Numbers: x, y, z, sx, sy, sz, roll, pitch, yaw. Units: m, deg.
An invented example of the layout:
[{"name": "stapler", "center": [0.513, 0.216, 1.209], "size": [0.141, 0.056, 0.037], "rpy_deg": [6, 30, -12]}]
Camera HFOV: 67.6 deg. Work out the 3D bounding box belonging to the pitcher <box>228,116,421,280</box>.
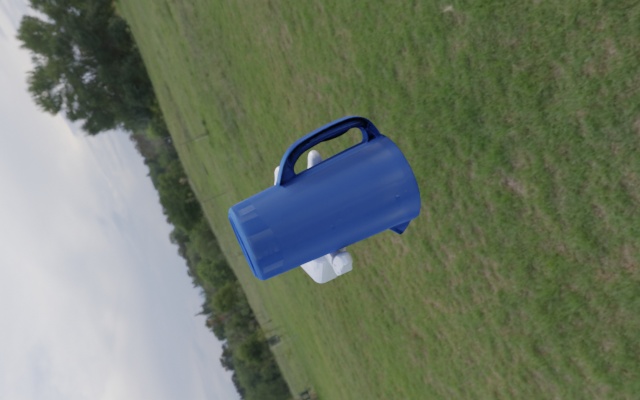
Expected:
[{"name": "pitcher", "center": [0.000, 0.002, 0.654], "size": [0.243, 0.149, 0.145], "rpy_deg": [-24, -26, -13]}]
